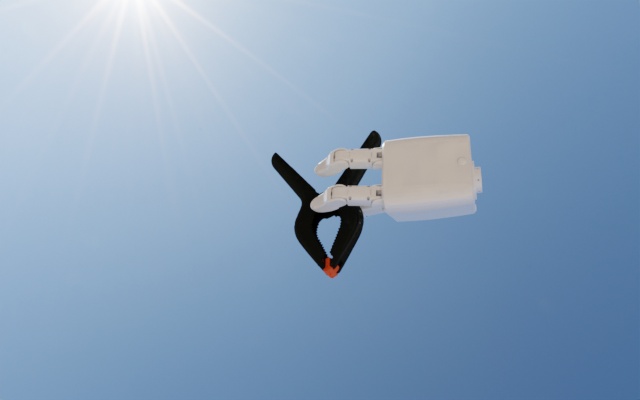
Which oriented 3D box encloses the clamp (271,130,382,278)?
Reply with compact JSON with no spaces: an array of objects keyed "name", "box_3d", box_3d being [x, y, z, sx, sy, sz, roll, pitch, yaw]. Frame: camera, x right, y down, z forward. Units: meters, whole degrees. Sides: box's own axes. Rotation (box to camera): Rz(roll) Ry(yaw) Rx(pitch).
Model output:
[{"name":"clamp","box_3d":[0.001,0.003,0.652,0.164,0.210,0.036,-5,-29,19]}]
